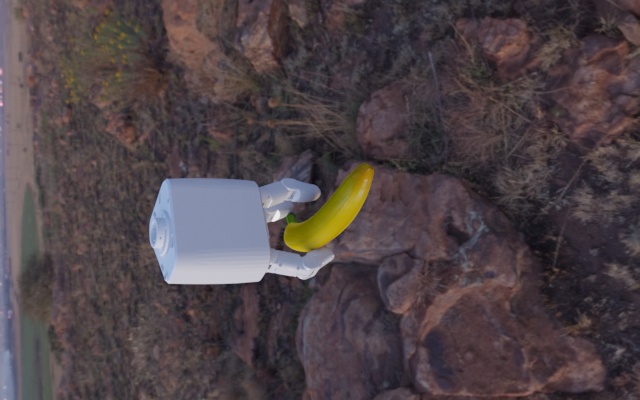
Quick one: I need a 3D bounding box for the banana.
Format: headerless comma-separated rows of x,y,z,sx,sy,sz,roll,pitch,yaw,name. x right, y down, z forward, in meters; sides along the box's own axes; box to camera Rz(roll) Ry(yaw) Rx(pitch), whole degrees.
0.000,0.021,0.576,0.037,0.069,0.198,6,-22,-32,banana
